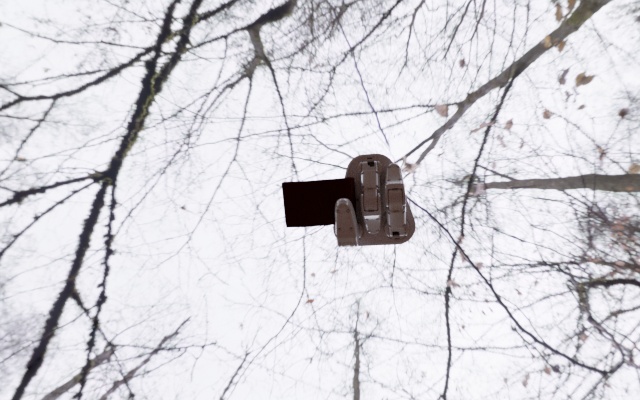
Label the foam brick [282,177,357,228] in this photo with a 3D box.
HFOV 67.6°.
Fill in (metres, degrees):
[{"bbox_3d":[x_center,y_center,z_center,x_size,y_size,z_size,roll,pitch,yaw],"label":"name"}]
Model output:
[{"bbox_3d":[0.000,0.002,0.549,0.078,0.053,0.051,-3,3,8],"label":"foam brick"}]
